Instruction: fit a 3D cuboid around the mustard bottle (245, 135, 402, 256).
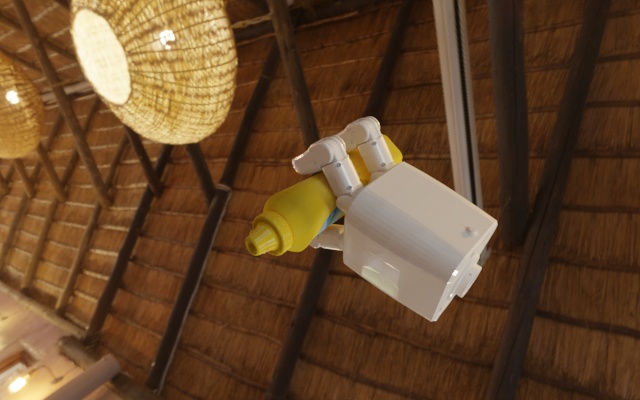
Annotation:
[{"bbox_3d":[0.000,0.001,0.480,0.191,0.058,0.096,-34,-7,-41],"label":"mustard bottle"}]
